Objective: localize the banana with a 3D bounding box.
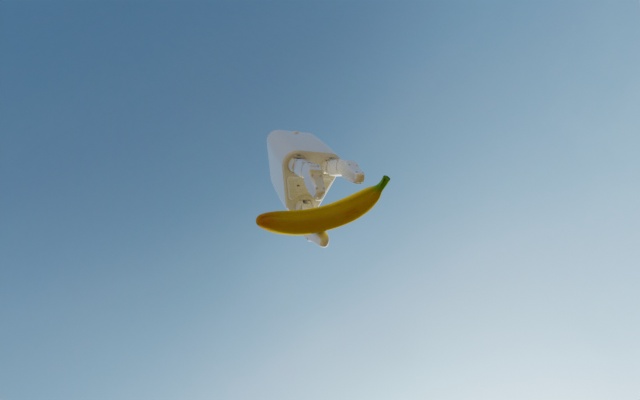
[{"bbox_3d":[0.005,0.015,0.684,0.198,0.070,0.037,-19,42,-12],"label":"banana"}]
